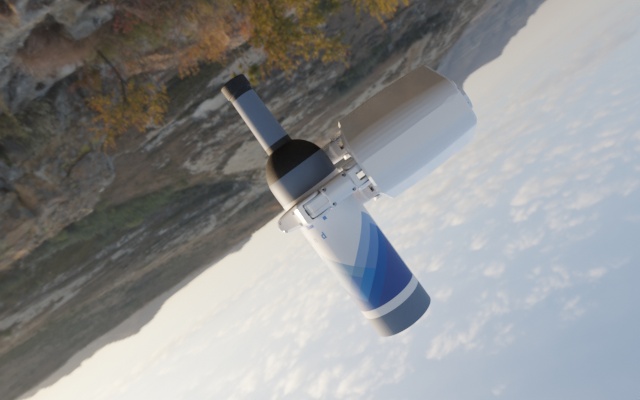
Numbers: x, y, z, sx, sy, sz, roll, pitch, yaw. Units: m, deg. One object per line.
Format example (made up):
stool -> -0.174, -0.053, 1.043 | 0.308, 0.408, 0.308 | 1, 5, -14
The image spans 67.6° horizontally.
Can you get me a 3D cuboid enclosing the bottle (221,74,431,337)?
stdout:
bottle -> 0.000, 0.002, 0.483 | 0.069, 0.296, 0.069 | -36, 5, 4
